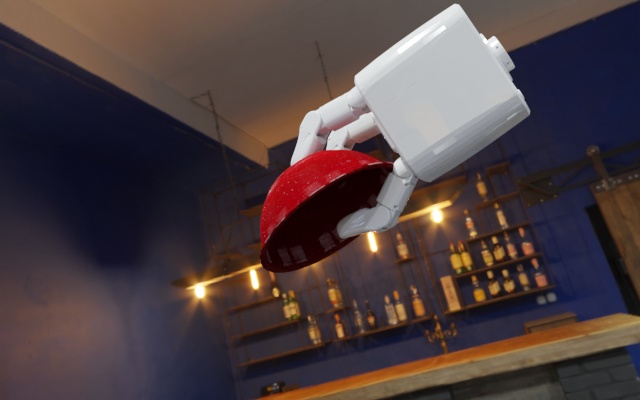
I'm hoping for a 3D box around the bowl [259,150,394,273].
[{"bbox_3d":[-0.001,0.002,0.470,0.162,0.055,0.162,-29,-25,-15],"label":"bowl"}]
